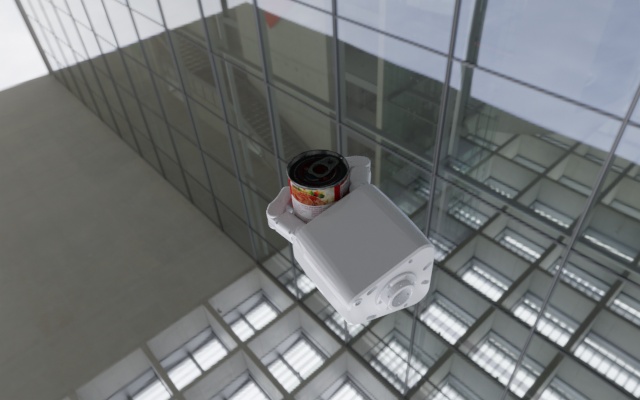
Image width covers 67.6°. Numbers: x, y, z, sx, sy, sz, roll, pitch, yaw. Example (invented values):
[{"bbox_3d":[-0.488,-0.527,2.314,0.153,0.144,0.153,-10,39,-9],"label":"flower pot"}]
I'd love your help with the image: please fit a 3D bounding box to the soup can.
[{"bbox_3d":[0.000,0.002,0.552,0.068,0.102,0.068,-2,42,2],"label":"soup can"}]
